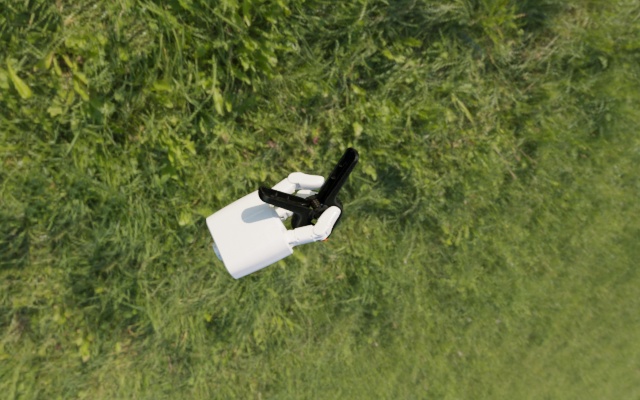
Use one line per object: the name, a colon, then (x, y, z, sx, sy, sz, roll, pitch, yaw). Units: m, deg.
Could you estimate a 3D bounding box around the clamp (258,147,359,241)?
clamp: (0.000, 0.004, 0.788, 0.164, 0.036, 0.210, -27, -32, -3)
